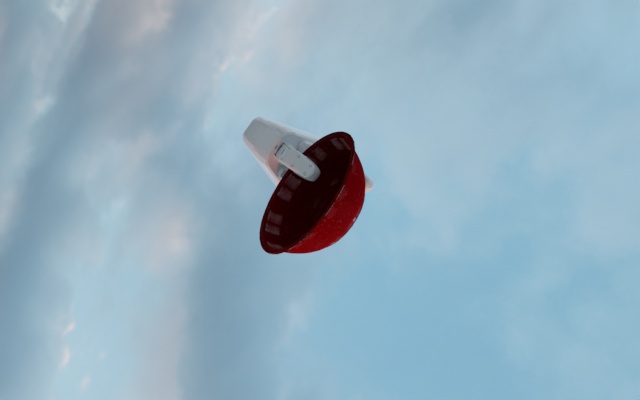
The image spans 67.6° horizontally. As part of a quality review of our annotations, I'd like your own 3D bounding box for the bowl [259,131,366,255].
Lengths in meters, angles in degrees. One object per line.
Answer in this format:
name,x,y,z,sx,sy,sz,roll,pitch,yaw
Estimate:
bowl,0.001,0.003,0.546,0.055,0.162,0.162,35,-17,-25
